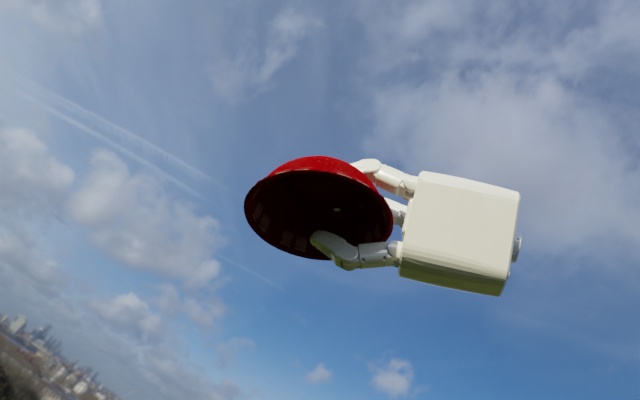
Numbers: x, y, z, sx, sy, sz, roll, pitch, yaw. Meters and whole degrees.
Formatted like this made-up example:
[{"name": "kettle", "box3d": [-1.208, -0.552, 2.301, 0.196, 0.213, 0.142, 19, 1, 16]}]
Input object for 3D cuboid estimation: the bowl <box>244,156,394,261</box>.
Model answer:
[{"name": "bowl", "box3d": [-0.001, 0.001, 0.527, 0.162, 0.055, 0.162, 5, -38, 4]}]
